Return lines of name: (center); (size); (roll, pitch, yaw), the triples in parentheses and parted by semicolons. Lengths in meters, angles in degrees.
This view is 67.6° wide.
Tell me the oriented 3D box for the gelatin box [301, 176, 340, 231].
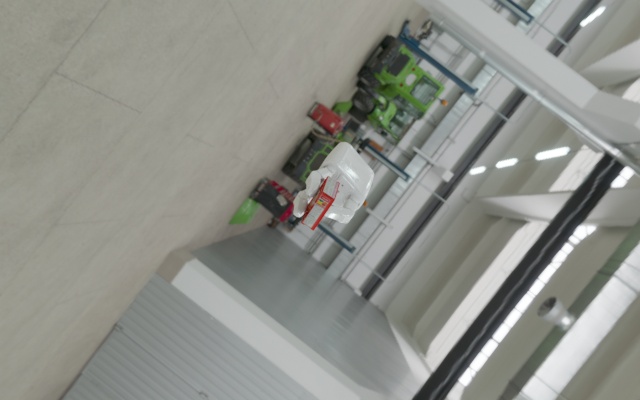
gelatin box: (0.000, 0.003, 0.863); (0.030, 0.073, 0.089); (32, 23, -6)
